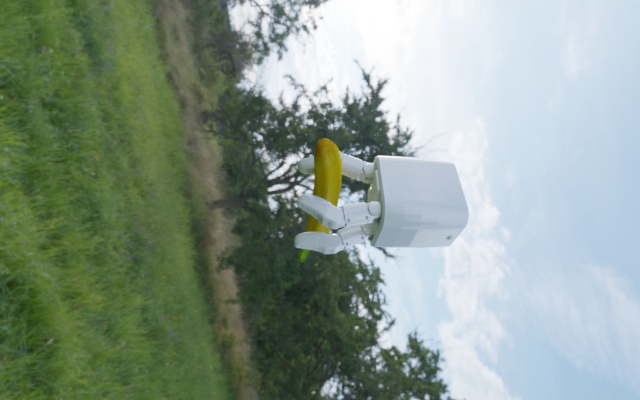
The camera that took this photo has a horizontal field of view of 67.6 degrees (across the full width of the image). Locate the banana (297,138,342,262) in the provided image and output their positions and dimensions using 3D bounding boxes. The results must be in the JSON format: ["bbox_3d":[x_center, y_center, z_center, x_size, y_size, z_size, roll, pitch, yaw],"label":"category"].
[{"bbox_3d":[0.004,-0.006,0.618,0.037,0.198,0.069,14,39,7],"label":"banana"}]
